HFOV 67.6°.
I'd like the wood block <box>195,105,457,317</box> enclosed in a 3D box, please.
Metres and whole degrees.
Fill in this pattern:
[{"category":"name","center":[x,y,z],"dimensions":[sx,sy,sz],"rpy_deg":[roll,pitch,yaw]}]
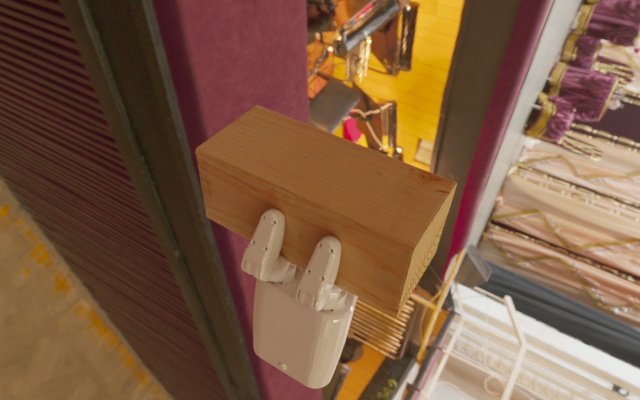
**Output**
[{"category":"wood block","center":[0.000,0.002,0.429],"dimensions":[0.206,0.090,0.090],"rpy_deg":[24,47,22]}]
